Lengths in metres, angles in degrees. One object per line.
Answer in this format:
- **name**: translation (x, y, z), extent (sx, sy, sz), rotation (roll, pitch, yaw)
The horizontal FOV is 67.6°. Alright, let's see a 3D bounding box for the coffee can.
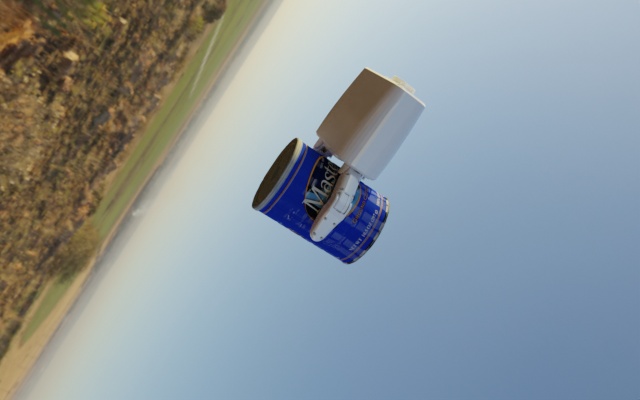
- **coffee can**: translation (0.000, 0.002, 0.601), extent (0.140, 0.103, 0.103), rotation (33, -10, -16)
